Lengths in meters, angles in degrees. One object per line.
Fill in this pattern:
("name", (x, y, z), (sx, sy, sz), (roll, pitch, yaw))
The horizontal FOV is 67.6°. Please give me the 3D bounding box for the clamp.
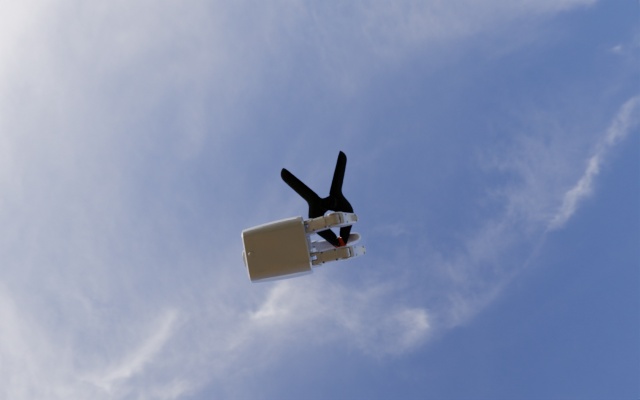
("clamp", (0.000, 0.003, 0.828), (0.120, 0.171, 0.039), (-10, -13, -1))
